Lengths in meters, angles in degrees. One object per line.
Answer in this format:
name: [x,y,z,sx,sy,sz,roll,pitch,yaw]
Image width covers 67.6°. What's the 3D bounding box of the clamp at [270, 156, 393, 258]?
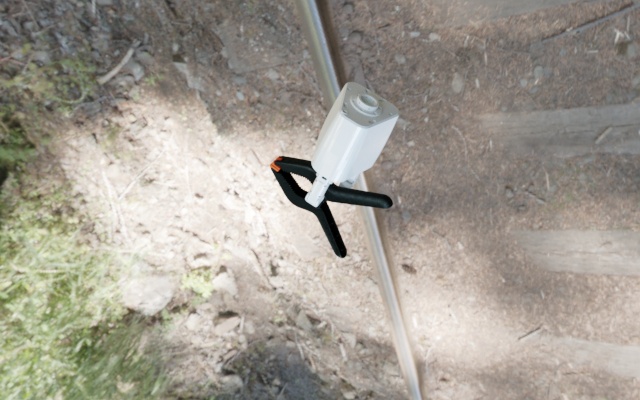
clamp: [-0.001,0.003,0.821,0.210,0.165,0.036,32,39,5]
